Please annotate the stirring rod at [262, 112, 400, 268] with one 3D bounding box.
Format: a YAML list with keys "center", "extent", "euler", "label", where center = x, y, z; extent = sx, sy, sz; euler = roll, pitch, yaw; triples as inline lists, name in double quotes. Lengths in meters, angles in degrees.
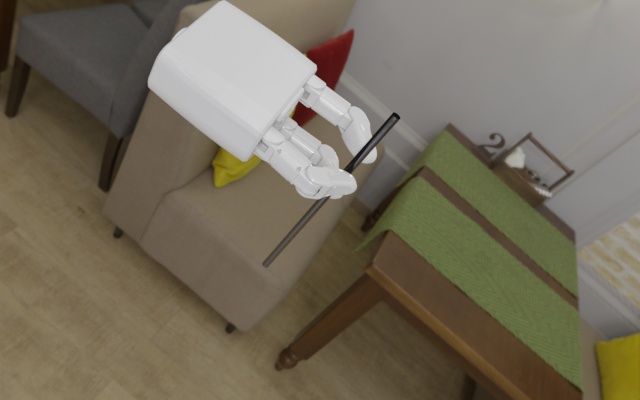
- center: [0.000, 0.002, 0.467]
  extent: [0.011, 0.011, 0.240]
  euler: [0, -36, -40]
  label: "stirring rod"
